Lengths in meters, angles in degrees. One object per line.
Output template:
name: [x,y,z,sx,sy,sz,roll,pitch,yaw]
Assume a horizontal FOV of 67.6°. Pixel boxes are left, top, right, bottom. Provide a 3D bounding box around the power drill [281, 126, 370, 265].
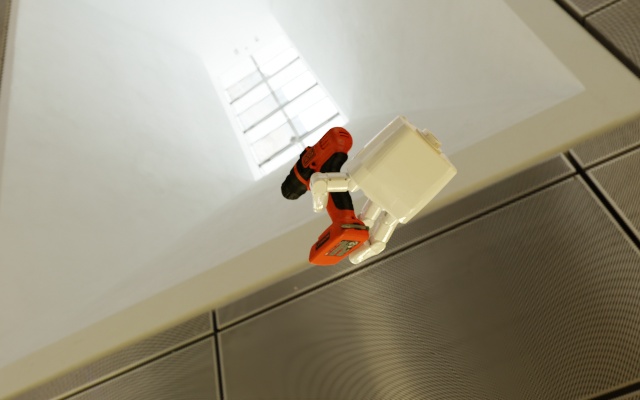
power drill: [0.000,0.003,0.755,0.057,0.187,0.184,5,-33,-33]
